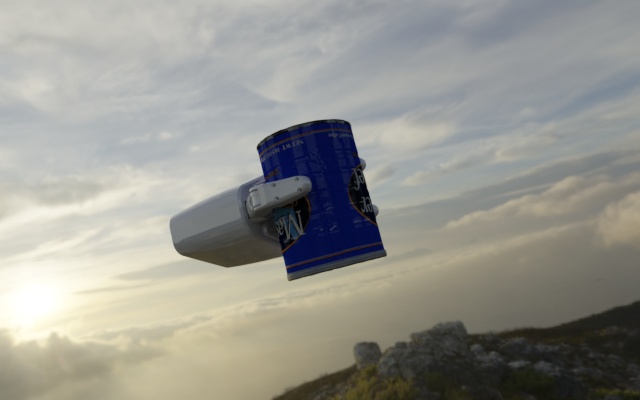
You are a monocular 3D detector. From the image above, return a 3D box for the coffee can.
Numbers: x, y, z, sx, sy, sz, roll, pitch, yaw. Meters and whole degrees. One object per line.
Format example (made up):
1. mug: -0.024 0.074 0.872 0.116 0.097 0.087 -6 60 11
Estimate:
1. coffee can: 0.000 0.002 0.488 0.103 0.140 0.103 -14 -8 -2
